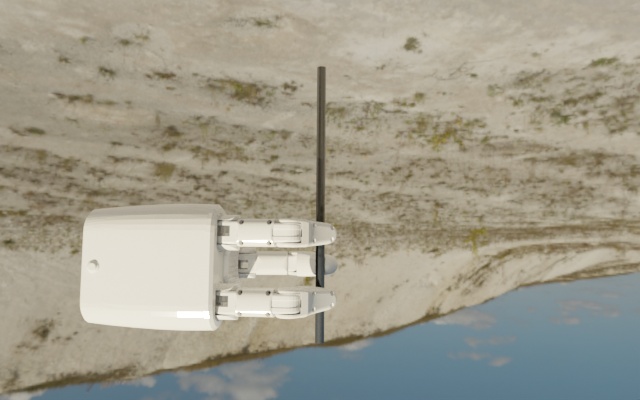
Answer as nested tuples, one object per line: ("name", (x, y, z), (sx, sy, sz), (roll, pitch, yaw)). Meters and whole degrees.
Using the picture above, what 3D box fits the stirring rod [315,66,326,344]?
("stirring rod", (0.000, 0.001, 0.417), (0.011, 0.239, 0.011), (0, -5, 0))
